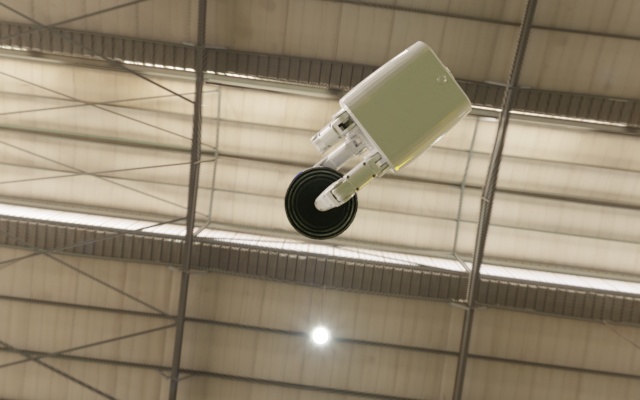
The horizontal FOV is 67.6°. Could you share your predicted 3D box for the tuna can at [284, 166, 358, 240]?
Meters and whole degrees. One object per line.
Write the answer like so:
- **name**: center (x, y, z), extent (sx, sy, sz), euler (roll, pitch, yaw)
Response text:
- **tuna can**: center (0.000, 0.002, 0.568), extent (0.086, 0.086, 0.033), euler (0, 7, -3)
